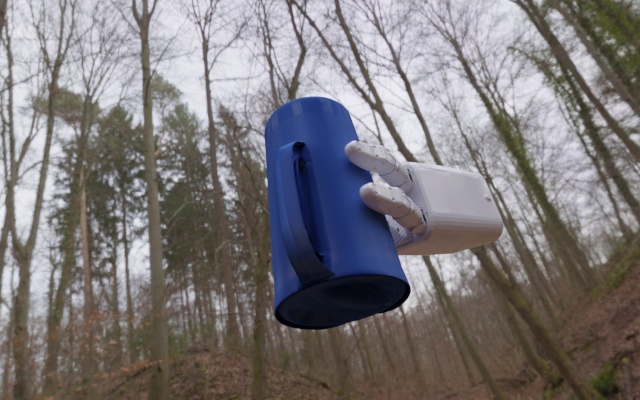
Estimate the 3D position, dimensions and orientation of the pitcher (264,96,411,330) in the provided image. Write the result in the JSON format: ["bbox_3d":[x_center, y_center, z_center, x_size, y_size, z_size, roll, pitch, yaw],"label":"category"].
[{"bbox_3d":[0.000,0.002,0.511,0.145,0.242,0.149,4,-35,-23],"label":"pitcher"}]
